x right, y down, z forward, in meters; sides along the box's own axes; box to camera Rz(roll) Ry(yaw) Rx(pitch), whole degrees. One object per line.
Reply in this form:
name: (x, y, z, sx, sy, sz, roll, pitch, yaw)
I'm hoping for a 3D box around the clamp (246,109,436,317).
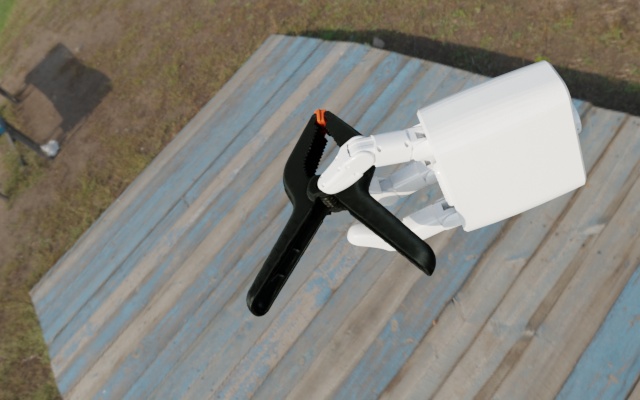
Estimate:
clamp: (0.000, 0.001, 0.439, 0.164, 0.209, 0.036, -22, -40, 15)
